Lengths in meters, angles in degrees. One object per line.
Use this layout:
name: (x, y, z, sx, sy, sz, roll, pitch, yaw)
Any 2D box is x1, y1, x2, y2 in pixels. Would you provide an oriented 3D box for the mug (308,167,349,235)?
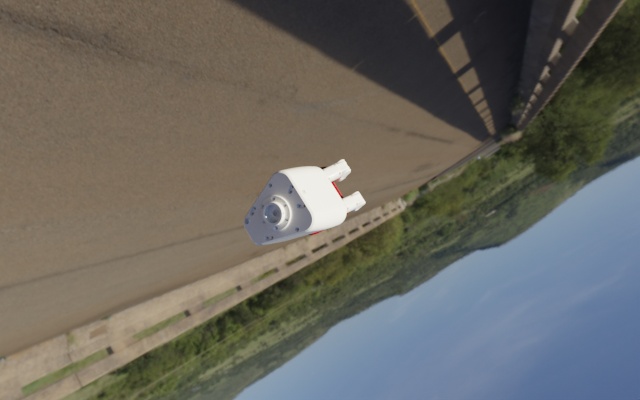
mug: (0.001, 0.003, 0.794, 0.093, 0.081, 0.117, -36, -11, 25)
